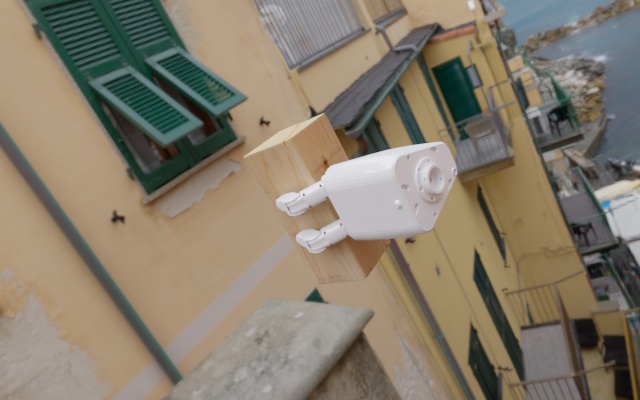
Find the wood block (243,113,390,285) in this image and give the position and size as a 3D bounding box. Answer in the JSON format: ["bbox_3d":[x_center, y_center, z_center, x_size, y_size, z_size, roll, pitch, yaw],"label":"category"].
[{"bbox_3d":[0.000,0.002,0.646,0.090,0.206,0.090,-14,21,40],"label":"wood block"}]
